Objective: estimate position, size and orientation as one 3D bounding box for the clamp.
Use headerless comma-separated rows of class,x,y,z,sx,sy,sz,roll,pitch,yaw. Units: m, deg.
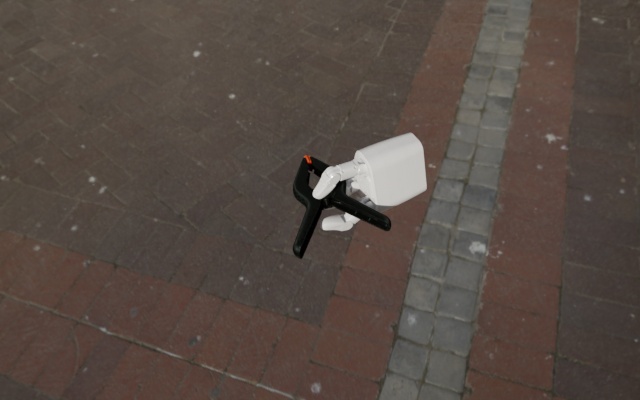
clamp,0.000,0.002,0.814,0.164,0.210,0.036,-21,-39,-14
